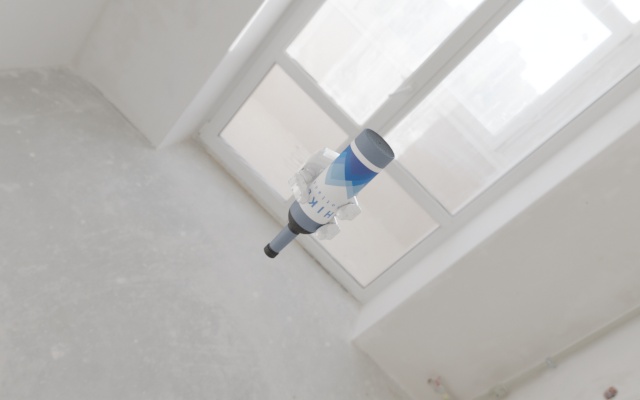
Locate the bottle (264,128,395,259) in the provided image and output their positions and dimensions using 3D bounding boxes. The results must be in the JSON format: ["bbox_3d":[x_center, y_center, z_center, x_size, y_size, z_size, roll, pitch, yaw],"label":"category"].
[{"bbox_3d":[0.000,0.003,0.816,0.296,0.069,0.069,-45,-23,26],"label":"bottle"}]
